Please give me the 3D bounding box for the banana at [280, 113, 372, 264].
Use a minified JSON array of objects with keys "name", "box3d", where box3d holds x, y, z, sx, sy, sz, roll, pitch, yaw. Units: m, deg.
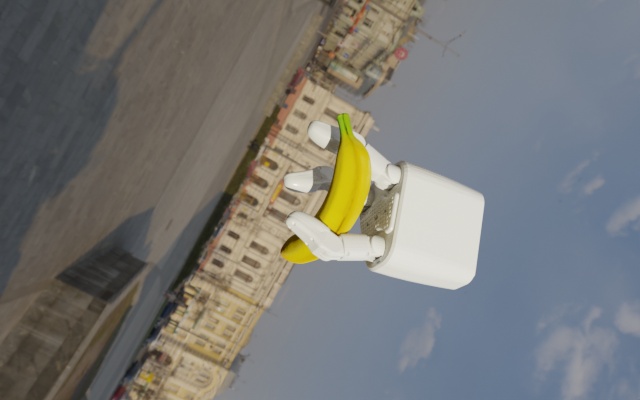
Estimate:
[{"name":"banana","box3d":[0.007,0.012,0.488,0.037,0.198,0.069,4,41,-28]}]
